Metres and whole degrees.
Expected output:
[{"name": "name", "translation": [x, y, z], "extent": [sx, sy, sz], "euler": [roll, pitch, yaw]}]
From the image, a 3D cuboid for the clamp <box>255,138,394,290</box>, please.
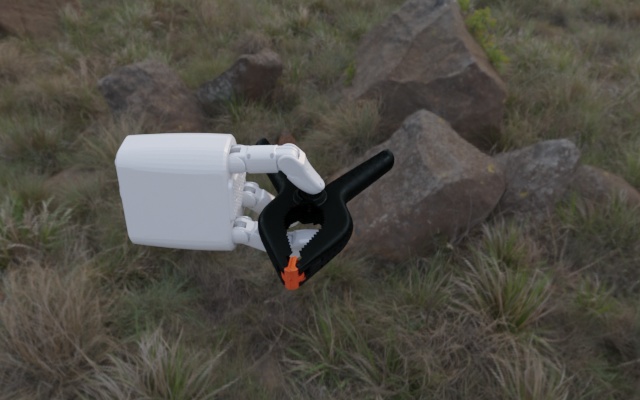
[{"name": "clamp", "translation": [0.000, 0.001, 0.498], "extent": [0.164, 0.036, 0.209], "euler": [1, 42, 3]}]
